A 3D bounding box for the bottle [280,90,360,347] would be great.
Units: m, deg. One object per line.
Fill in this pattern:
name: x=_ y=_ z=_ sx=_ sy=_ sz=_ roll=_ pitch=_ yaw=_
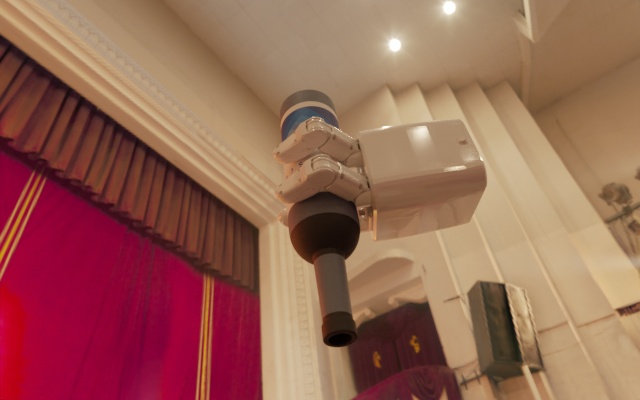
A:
bottle: x=0.000 y=0.001 z=0.469 sx=0.069 sy=0.295 sz=0.069 roll=-4 pitch=-43 yaw=-4
